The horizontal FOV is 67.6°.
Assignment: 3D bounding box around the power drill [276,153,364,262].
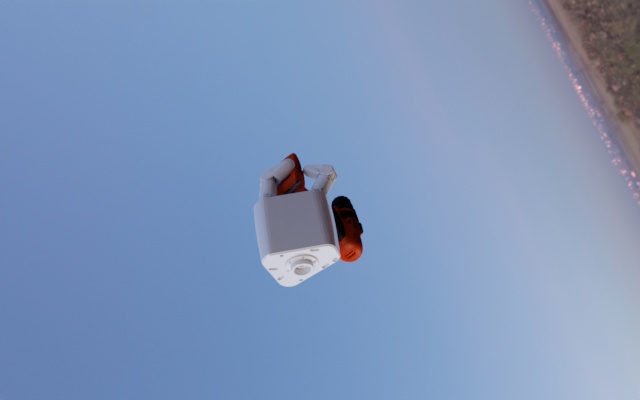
[{"bbox_3d":[0.000,0.003,0.842,0.188,0.057,0.184,41,18,-23],"label":"power drill"}]
